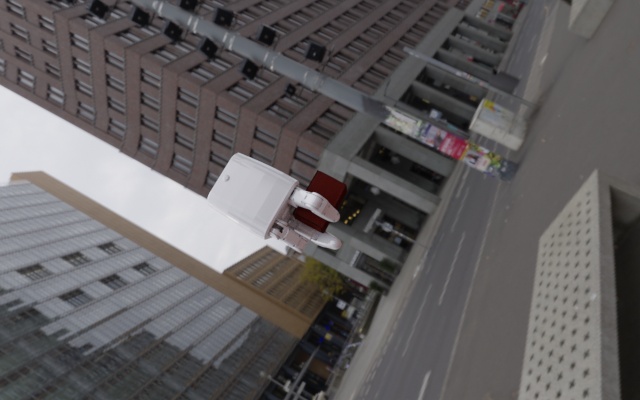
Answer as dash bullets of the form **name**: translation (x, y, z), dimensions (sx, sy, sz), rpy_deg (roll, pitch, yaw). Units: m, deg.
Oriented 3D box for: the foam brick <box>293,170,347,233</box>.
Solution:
- **foam brick**: translation (0.000, 0.002, 0.727), dimensions (0.051, 0.078, 0.053), rpy_deg (28, -10, 9)
